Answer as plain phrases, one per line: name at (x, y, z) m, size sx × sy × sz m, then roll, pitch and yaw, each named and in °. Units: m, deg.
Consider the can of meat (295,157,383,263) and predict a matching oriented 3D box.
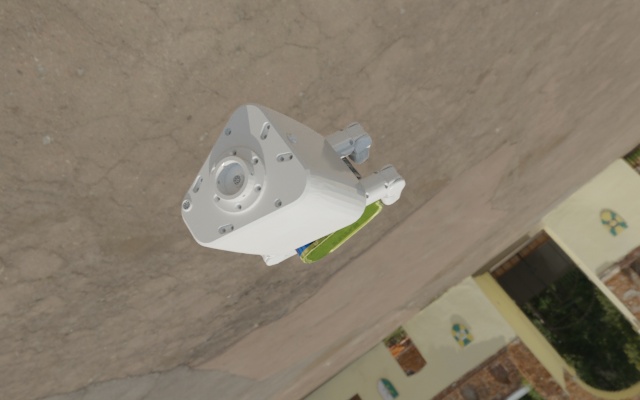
can of meat at (0.000, 0.002, 0.484) m, size 0.102 × 0.084 × 0.057 m, roll -41°, pitch -22°, yaw 11°
